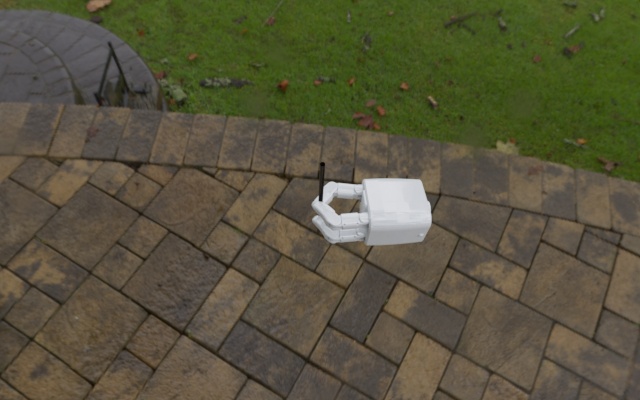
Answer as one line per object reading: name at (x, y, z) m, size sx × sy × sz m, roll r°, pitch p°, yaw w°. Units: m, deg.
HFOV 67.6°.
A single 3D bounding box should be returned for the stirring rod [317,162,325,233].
stirring rod at (0.000, 0.003, 0.820) m, size 0.011 × 0.011 × 0.240 m, roll 0°, pitch -28°, yaw -2°
